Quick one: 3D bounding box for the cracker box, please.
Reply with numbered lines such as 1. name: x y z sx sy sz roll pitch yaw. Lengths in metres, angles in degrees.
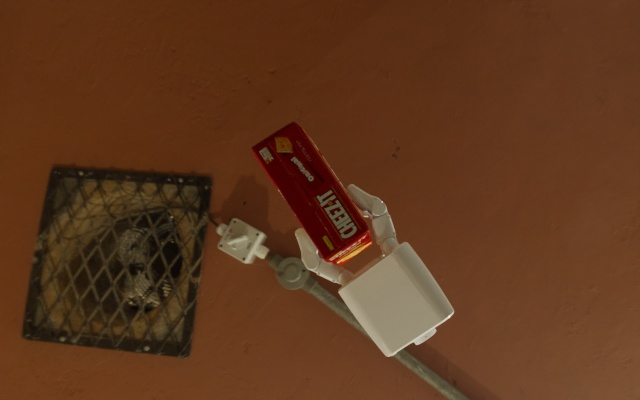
1. cracker box: 0.000 0.002 0.654 0.072 0.164 0.214 -34 -11 0
